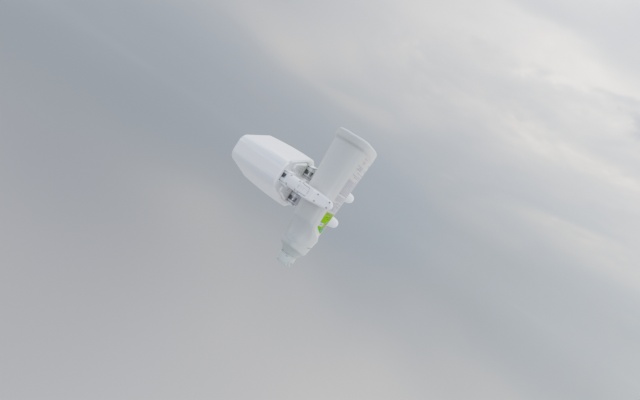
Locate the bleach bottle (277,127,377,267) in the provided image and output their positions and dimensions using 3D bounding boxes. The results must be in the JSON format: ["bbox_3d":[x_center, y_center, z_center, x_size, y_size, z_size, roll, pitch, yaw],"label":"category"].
[{"bbox_3d":[0.000,0.003,0.827,0.068,0.251,0.102,34,2,20],"label":"bleach bottle"}]
